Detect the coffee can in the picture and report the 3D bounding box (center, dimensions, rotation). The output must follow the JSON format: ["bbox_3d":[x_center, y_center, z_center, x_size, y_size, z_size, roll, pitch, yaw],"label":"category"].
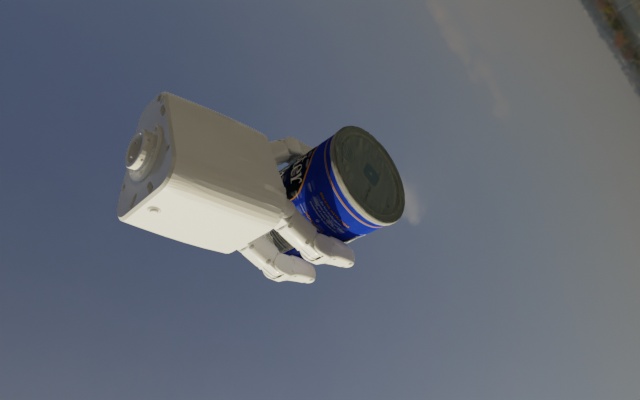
[{"bbox_3d":[0.000,0.002,0.493,0.140,0.102,0.103,-29,-18,36],"label":"coffee can"}]
